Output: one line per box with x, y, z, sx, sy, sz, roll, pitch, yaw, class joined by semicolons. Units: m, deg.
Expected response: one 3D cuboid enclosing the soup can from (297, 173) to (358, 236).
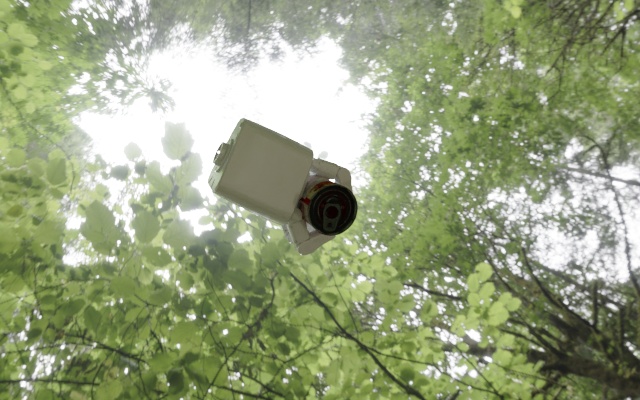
0.000;0.002;0.657;0.068;0.068;0.102;0;12;-20;soup can
